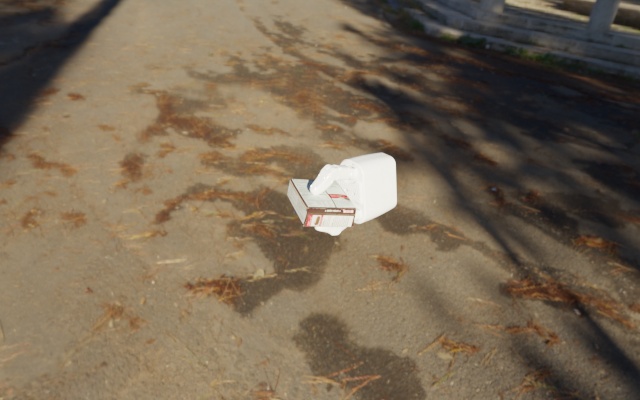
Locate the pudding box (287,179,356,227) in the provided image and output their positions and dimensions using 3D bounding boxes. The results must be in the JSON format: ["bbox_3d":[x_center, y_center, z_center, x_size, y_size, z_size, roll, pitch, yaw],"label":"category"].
[{"bbox_3d":[0.000,0.003,0.813,0.090,0.039,0.113,1,26,-20],"label":"pudding box"}]
